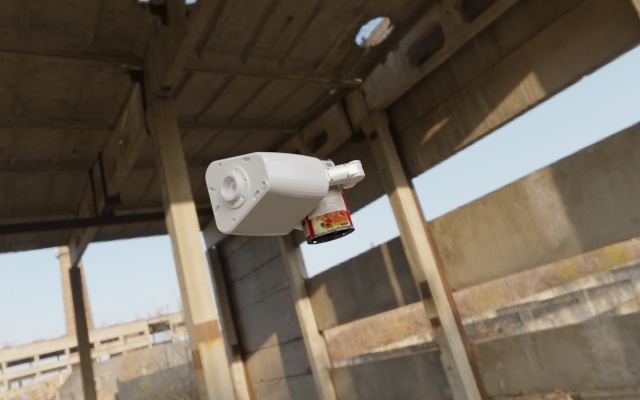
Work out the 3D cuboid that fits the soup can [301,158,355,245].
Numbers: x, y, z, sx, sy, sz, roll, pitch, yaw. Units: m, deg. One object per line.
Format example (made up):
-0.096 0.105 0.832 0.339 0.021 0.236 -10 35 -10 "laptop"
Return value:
0.000 0.002 0.654 0.068 0.102 0.068 -16 -14 -4 "soup can"
